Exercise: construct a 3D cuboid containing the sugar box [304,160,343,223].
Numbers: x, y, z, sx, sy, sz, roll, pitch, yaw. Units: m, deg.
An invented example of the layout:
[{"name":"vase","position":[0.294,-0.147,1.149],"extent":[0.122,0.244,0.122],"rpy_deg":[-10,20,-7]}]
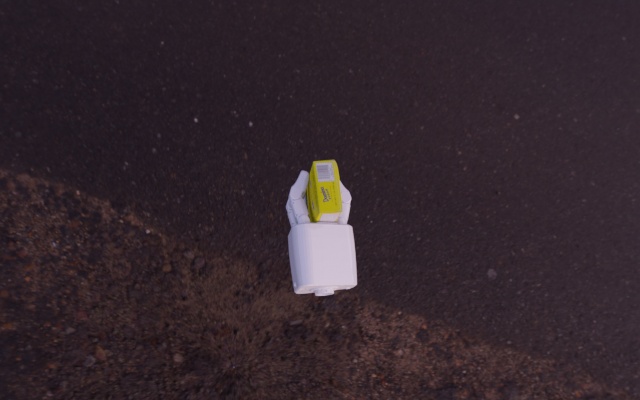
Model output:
[{"name":"sugar box","position":[0.000,0.003,0.859],"extent":[0.048,0.093,0.176],"rpy_deg":[-3,-18,-11]}]
